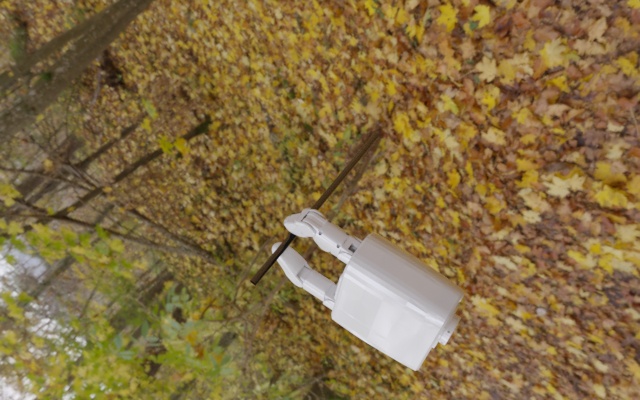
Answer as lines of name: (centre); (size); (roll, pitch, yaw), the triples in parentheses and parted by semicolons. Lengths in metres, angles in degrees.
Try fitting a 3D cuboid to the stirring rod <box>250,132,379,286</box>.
stirring rod: (0.000, 0.002, 0.544); (0.011, 0.011, 0.239); (0, 44, 54)
